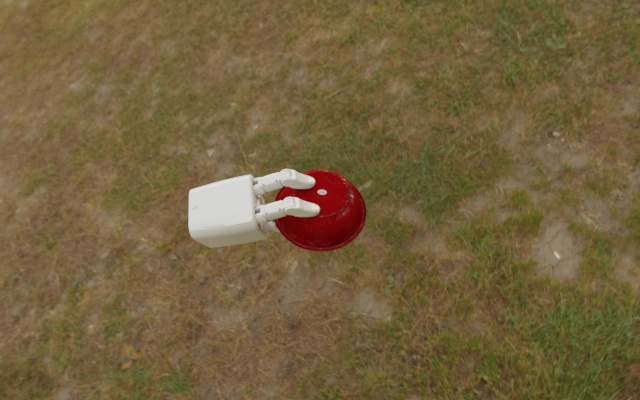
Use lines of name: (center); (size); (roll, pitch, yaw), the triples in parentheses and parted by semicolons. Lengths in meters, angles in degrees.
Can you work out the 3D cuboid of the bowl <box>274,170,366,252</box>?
bowl: (0.001, 0.002, 0.803); (0.162, 0.162, 0.055); (0, -34, -3)
